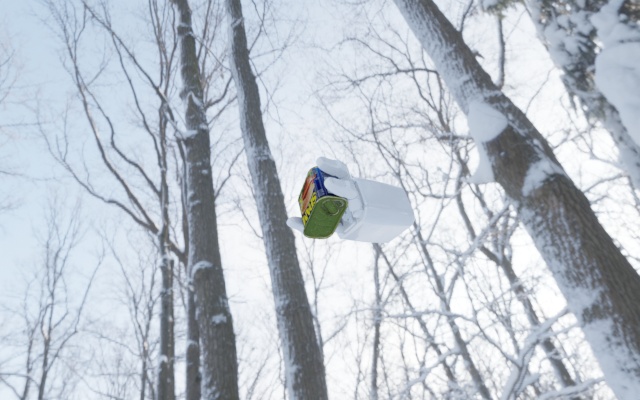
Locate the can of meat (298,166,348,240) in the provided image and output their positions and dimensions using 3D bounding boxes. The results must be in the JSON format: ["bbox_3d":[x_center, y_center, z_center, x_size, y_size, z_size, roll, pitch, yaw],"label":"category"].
[{"bbox_3d":[0.000,0.003,0.830,0.057,0.102,0.084,6,43,-21],"label":"can of meat"}]
